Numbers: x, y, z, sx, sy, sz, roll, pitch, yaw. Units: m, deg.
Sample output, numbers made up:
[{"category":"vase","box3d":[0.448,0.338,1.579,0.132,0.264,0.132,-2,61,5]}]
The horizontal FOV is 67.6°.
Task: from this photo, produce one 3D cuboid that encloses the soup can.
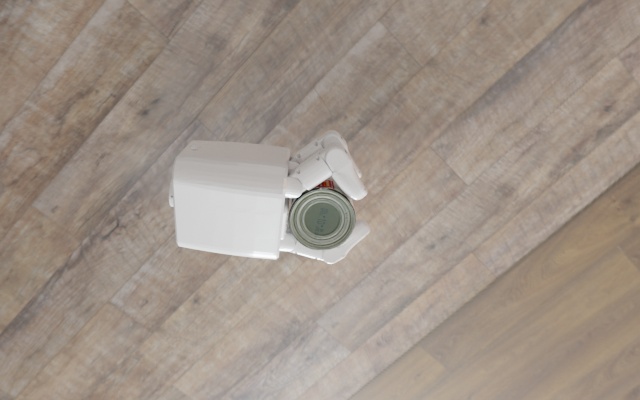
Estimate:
[{"category":"soup can","box3d":[0.001,0.002,0.509,0.068,0.068,0.102,0,20,-2]}]
